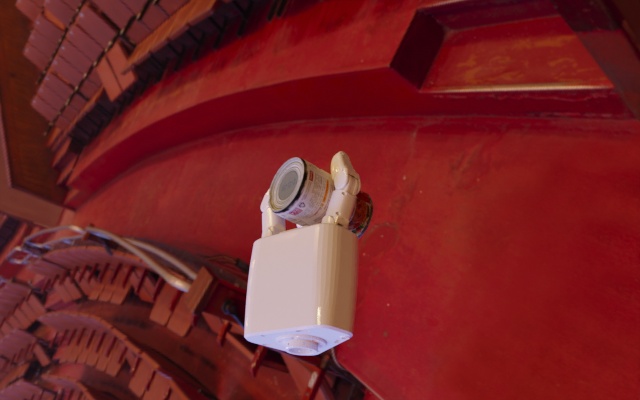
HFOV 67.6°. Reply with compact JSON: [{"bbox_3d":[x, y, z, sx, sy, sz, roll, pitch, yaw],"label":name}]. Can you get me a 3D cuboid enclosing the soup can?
[{"bbox_3d":[0.000,0.001,0.541,0.102,0.068,0.068,26,-15,-32],"label":"soup can"}]
